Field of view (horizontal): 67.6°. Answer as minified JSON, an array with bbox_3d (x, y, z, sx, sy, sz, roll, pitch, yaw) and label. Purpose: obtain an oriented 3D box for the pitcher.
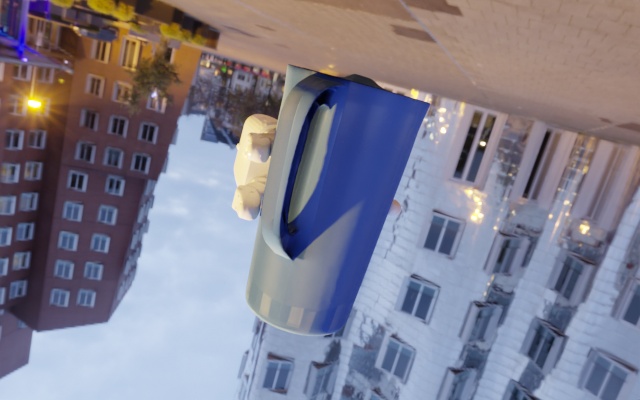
[{"bbox_3d":[0.000,0.001,0.451,0.149,0.243,0.145,10,14,-22],"label":"pitcher"}]
